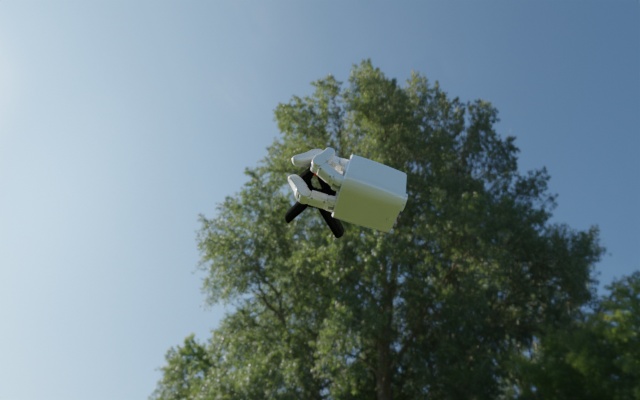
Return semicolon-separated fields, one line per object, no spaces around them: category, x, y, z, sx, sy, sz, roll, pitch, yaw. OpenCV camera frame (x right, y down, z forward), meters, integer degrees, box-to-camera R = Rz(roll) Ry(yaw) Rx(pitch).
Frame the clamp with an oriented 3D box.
clamp;0.000;0.002;0.888;0.120;0.039;0.172;18;-42;2
